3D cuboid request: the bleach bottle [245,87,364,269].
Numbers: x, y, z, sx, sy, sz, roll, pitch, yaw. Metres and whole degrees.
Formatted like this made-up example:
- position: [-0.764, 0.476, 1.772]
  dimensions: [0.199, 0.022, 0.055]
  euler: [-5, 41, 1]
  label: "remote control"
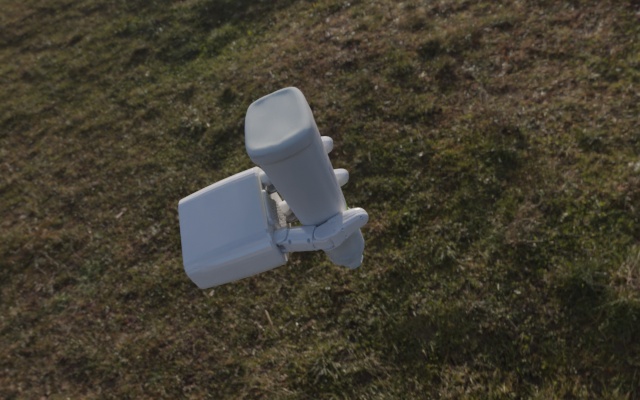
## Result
- position: [0.000, 0.002, 0.538]
  dimensions: [0.068, 0.102, 0.251]
  euler: [-21, -48, 8]
  label: "bleach bottle"
